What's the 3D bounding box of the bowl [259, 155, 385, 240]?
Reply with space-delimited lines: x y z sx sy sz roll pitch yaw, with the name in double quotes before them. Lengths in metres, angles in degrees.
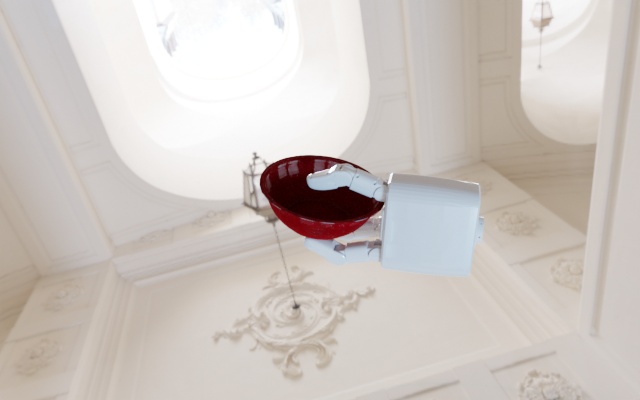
"bowl" -0.001 0.002 0.619 0.162 0.055 0.162 7 33 -4
